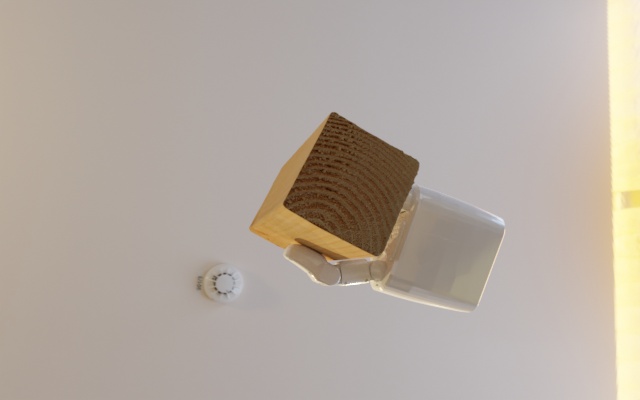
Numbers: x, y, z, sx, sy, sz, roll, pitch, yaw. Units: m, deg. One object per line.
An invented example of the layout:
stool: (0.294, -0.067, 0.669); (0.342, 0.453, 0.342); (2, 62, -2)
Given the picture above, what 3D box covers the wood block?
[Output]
wood block: (0.000, 0.002, 0.473); (0.090, 0.090, 0.206); (29, -15, -10)
